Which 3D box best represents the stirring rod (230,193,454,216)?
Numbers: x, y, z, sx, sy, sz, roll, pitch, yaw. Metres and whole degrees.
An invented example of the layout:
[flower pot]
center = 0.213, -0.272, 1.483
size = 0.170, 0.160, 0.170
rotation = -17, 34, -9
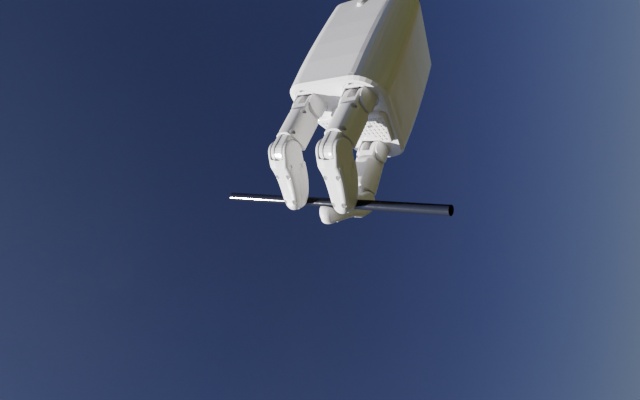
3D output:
[stirring rod]
center = 0.000, 0.001, 0.406
size = 0.239, 0.011, 0.011
rotation = 3, 2, 42
